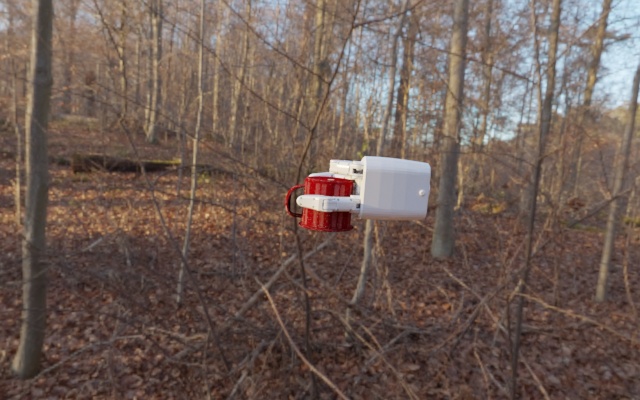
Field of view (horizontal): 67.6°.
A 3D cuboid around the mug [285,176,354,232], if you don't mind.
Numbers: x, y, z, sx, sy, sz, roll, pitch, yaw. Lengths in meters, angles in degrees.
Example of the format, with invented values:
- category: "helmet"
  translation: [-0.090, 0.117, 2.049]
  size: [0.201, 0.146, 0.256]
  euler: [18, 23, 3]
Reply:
- category: "mug"
  translation: [-0.001, 0.002, 0.796]
  size: [0.117, 0.081, 0.093]
  euler: [4, 8, -4]
